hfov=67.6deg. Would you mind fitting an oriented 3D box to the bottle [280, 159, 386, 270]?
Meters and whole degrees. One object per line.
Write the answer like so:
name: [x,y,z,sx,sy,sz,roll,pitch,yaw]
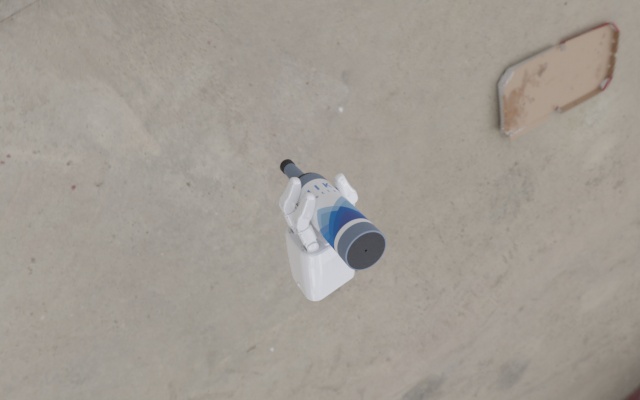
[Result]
bottle: [0.000,0.003,0.777,0.069,0.069,0.295,0,27,-29]
